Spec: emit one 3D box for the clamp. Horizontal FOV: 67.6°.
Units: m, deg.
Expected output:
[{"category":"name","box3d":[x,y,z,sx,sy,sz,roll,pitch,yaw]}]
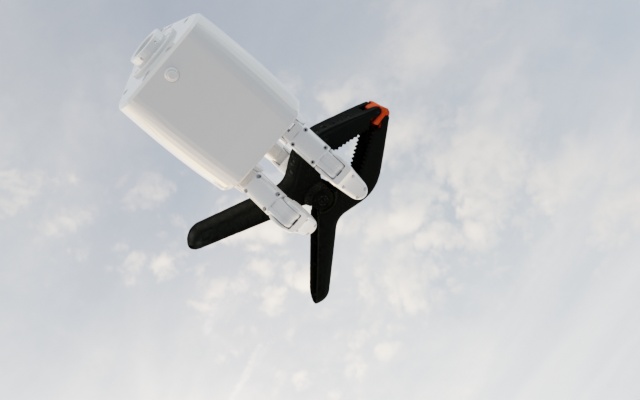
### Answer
[{"category":"clamp","box3d":[0.000,0.001,0.459,0.165,0.210,0.036,39,5,-34]}]
